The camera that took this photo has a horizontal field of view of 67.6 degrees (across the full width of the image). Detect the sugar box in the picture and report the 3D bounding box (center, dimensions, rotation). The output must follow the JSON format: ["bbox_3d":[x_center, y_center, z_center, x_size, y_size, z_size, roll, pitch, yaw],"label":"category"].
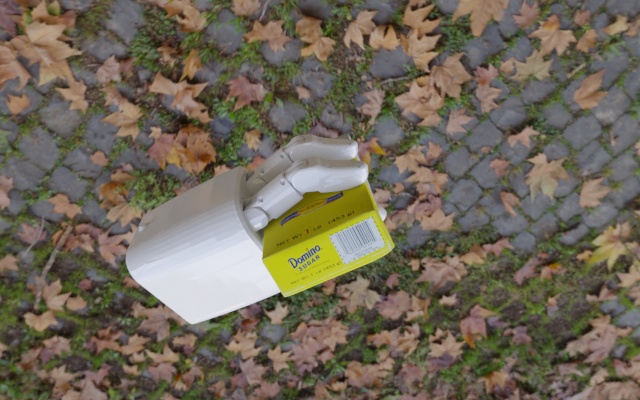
[{"bbox_3d":[0.000,0.001,0.424,0.093,0.048,0.176,-24,28,7],"label":"sugar box"}]
